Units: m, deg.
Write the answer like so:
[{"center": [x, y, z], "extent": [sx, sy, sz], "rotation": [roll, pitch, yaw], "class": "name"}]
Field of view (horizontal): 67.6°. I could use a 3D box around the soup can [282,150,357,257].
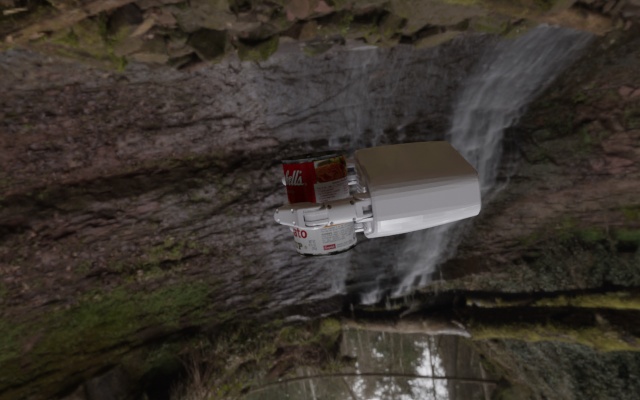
[{"center": [0.000, 0.002, 0.506], "extent": [0.068, 0.102, 0.068], "rotation": [-8, 10, 1], "class": "soup can"}]
